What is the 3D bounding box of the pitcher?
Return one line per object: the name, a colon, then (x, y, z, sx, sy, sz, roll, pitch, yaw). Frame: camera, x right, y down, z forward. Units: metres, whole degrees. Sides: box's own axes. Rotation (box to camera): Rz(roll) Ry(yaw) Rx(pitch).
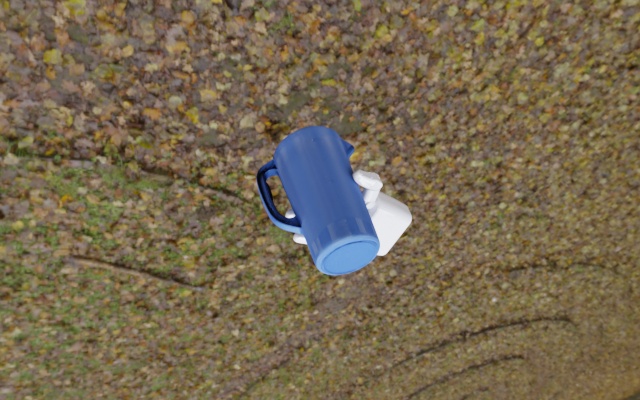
pitcher: (0.000, 0.003, 0.810, 0.145, 0.242, 0.149, 20, -53, -42)
